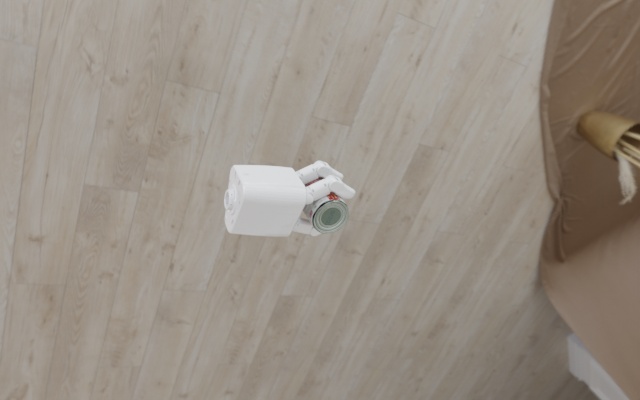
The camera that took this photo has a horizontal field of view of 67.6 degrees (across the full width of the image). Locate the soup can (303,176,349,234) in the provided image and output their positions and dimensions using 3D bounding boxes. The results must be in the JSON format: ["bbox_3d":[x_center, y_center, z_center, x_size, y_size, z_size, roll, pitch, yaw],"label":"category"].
[{"bbox_3d":[0.001,0.003,0.833,0.068,0.068,0.102,0,31,-25],"label":"soup can"}]
